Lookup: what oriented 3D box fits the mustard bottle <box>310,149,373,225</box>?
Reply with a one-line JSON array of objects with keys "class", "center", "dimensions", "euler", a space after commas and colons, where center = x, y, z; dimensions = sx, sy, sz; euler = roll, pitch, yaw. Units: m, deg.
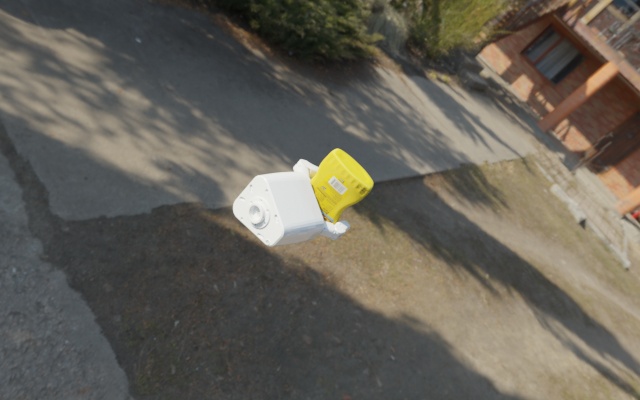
[{"class": "mustard bottle", "center": [0.000, 0.003, 0.867], "dimensions": [0.192, 0.096, 0.058], "euler": [-45, 3, 29]}]
